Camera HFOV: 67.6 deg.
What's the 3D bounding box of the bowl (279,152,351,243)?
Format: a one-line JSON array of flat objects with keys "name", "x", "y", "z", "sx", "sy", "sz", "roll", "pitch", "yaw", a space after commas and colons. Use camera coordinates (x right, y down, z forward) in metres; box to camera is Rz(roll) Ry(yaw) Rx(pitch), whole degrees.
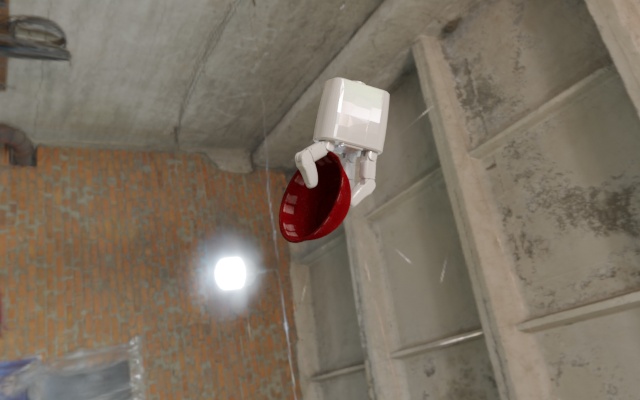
[{"name": "bowl", "x": 0.000, "y": 0.004, "z": 0.790, "sx": 0.055, "sy": 0.162, "sz": 0.162, "roll": 27, "pitch": -15, "yaw": -32}]
